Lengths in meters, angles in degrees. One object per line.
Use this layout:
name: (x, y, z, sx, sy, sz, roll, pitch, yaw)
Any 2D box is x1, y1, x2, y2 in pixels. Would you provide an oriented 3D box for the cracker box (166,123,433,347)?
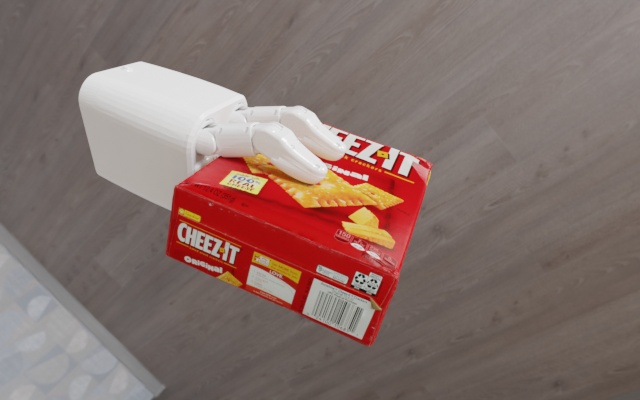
cracker box: (0.000, 0.002, 0.410, 0.164, 0.072, 0.213, 22, 30, 9)
